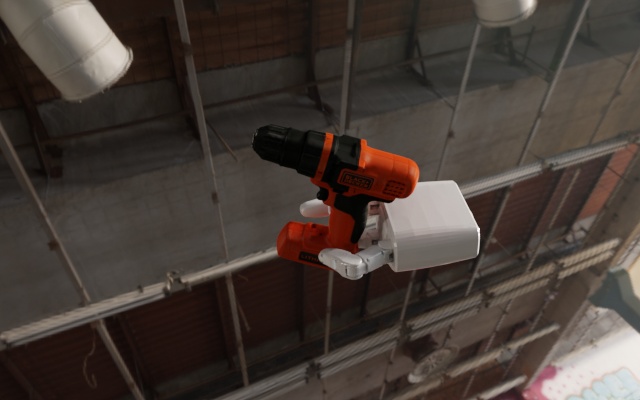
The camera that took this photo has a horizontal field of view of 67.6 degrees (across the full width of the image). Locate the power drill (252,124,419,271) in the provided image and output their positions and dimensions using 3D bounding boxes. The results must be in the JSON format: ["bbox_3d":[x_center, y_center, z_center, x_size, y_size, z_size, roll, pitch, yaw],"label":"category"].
[{"bbox_3d":[0.000,0.002,0.565,0.184,0.057,0.188,16,-43,-4],"label":"power drill"}]
